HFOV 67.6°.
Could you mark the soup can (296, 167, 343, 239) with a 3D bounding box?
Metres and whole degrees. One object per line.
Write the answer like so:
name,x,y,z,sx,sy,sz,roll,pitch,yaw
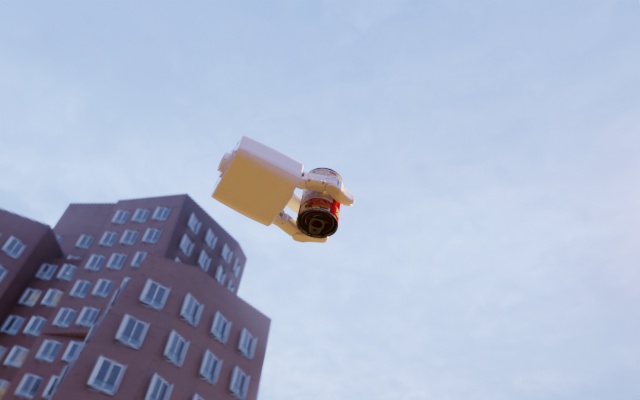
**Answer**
soup can,0.001,0.003,0.790,0.068,0.069,0.102,5,45,5
